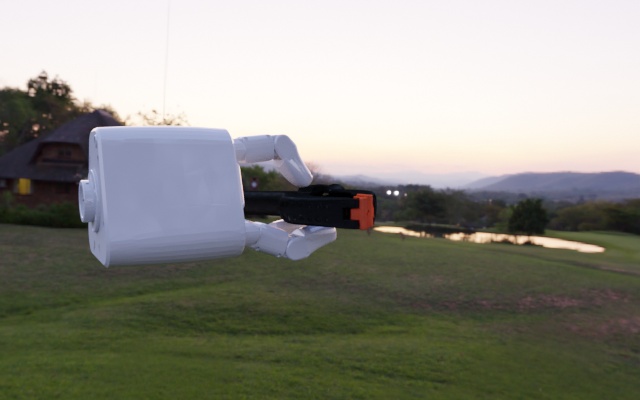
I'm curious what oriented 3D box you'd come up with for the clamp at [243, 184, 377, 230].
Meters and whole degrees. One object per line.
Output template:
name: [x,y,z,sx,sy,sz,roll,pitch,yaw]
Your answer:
clamp: [0.000,0.001,0.485,0.164,0.036,0.210,-7,7,-33]
